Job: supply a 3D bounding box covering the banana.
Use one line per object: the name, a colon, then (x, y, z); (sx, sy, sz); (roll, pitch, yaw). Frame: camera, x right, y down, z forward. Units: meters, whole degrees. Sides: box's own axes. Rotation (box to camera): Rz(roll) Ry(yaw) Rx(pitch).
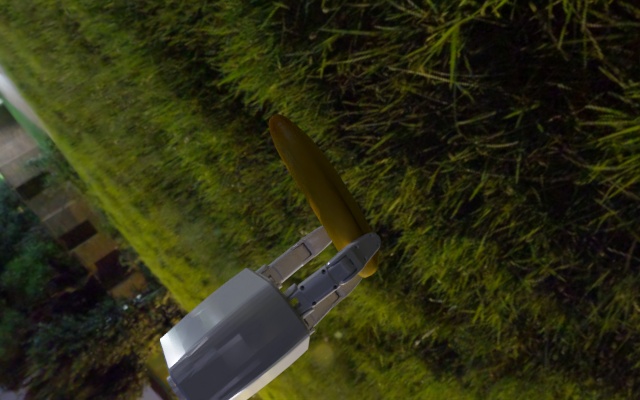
banana: (0.010, 0.007, 0.454); (0.037, 0.198, 0.069); (-37, 24, -16)
